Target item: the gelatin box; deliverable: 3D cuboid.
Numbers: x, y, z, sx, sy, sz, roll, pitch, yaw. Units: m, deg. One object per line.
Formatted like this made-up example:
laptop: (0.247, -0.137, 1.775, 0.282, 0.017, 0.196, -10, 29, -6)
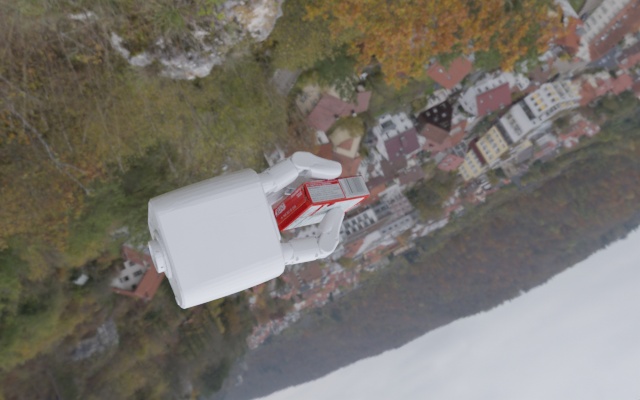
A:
gelatin box: (0.001, 0.002, 0.550, 0.089, 0.030, 0.073, -9, -19, -37)
